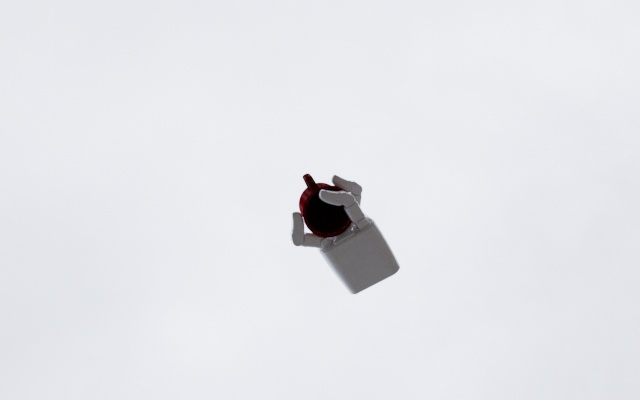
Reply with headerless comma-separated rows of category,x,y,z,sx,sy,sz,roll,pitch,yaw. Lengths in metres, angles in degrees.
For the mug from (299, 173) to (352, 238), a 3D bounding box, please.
mug,-0.001,0.002,0.859,0.093,0.117,0.081,-34,16,-5
